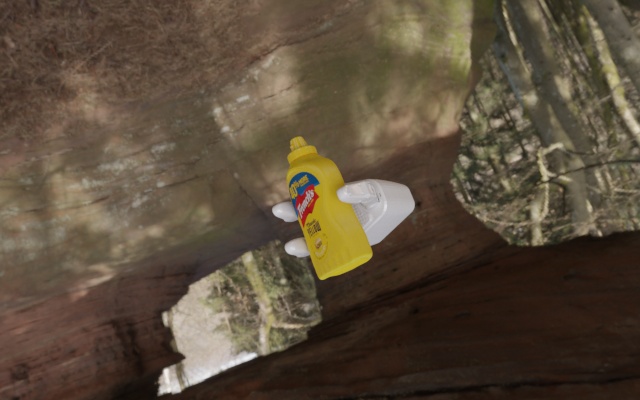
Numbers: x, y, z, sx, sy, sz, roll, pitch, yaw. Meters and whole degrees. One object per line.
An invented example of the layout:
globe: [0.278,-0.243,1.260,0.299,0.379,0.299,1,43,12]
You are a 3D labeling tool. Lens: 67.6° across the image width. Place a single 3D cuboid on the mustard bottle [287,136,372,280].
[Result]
mustard bottle: [0.000,0.002,0.635,0.058,0.191,0.096,-12,-16,-32]
